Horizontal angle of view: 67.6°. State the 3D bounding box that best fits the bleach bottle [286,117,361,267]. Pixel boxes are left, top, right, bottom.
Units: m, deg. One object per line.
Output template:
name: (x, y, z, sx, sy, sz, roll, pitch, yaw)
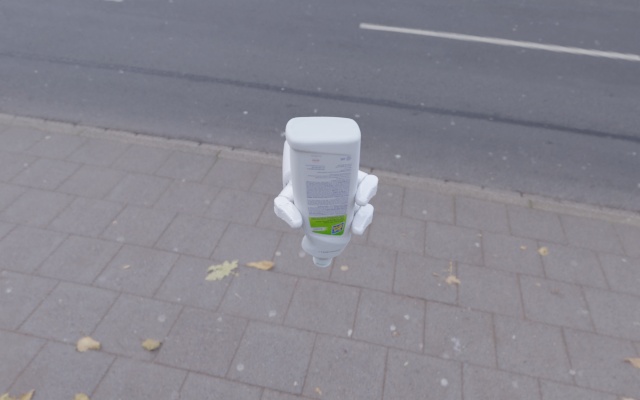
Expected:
bleach bottle: (0.000, 0.002, 0.705, 0.102, 0.251, 0.068, -1, 39, -5)
